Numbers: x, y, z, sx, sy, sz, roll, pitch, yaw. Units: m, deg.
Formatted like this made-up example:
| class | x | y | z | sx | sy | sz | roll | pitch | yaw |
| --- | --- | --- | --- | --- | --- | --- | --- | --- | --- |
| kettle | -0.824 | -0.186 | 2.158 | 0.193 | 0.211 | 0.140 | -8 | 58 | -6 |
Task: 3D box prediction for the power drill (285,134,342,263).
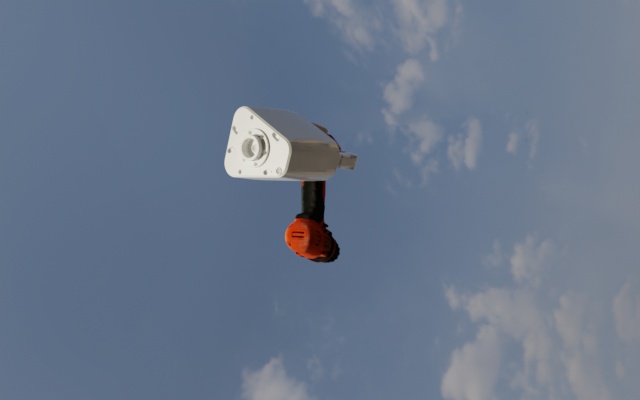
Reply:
| class | x | y | z | sx | sy | sz | roll | pitch | yaw |
| --- | --- | --- | --- | --- | --- | --- | --- | --- | --- |
| power drill | 0.000 | 0.002 | 0.749 | 0.057 | 0.187 | 0.184 | 0 | -13 | 14 |
